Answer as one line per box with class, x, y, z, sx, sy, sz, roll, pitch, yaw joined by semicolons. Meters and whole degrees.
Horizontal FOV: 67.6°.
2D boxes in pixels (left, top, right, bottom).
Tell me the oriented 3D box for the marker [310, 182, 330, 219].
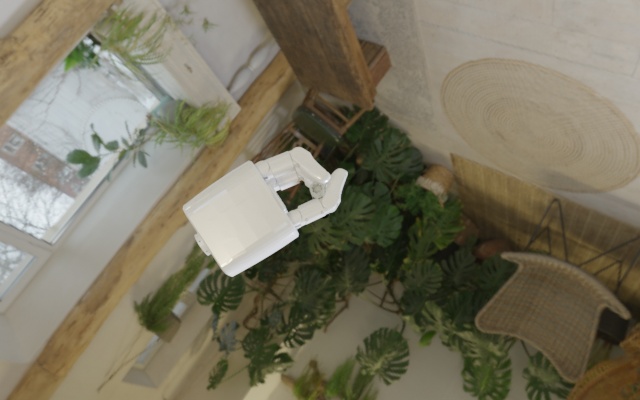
marker;0.000;0.002;0.665;0.020;0.020;0.121;0;-17;5
